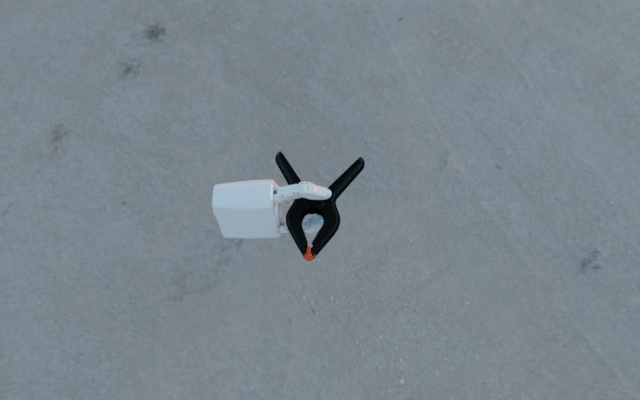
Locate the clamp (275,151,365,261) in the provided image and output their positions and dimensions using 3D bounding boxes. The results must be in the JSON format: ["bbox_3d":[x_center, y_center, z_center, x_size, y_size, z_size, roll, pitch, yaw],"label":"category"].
[{"bbox_3d":[0.000,0.003,0.844,0.164,0.210,0.036,-2,-25,2],"label":"clamp"}]
